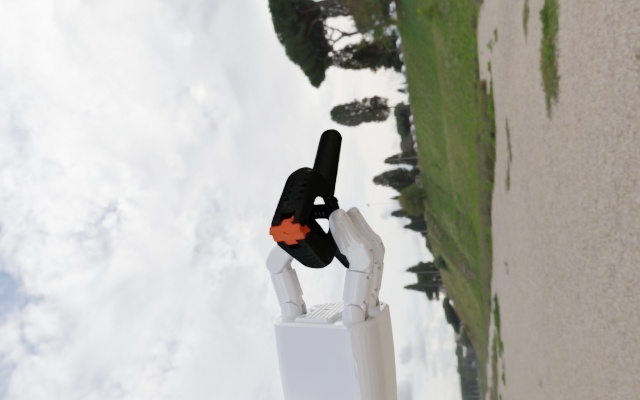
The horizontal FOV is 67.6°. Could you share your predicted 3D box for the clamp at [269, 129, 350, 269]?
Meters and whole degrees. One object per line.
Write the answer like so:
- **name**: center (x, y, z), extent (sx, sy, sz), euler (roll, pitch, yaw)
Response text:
- **clamp**: center (-0.001, 0.002, 0.474), extent (0.036, 0.164, 0.210), euler (-10, -1, 17)
